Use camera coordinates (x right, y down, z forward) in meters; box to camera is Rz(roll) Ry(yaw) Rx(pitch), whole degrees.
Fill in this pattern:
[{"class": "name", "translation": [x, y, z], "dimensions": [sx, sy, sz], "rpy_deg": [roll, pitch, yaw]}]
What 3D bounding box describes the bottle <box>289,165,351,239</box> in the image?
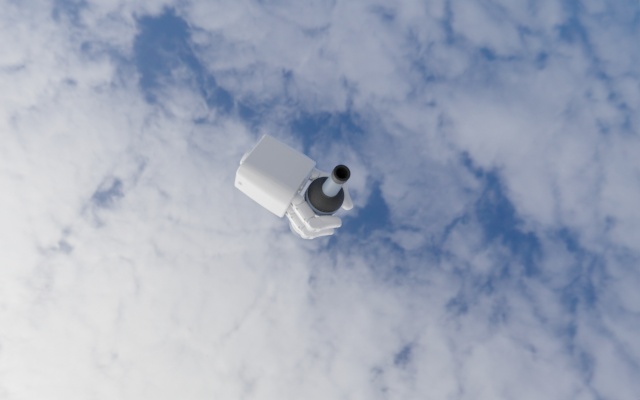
[{"class": "bottle", "translation": [0.000, 0.003, 0.853], "dimensions": [0.069, 0.069, 0.296], "rpy_deg": [0, -18, -13]}]
